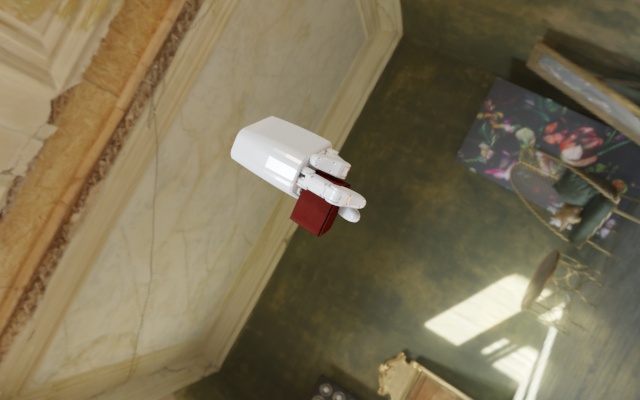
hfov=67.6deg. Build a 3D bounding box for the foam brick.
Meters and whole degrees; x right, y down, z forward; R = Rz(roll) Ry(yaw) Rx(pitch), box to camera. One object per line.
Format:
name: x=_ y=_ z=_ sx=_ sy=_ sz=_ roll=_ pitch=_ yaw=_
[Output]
foam brick: x=0.000 y=0.003 z=0.682 sx=0.051 sy=0.078 sz=0.053 roll=28 pitch=14 yaw=13
